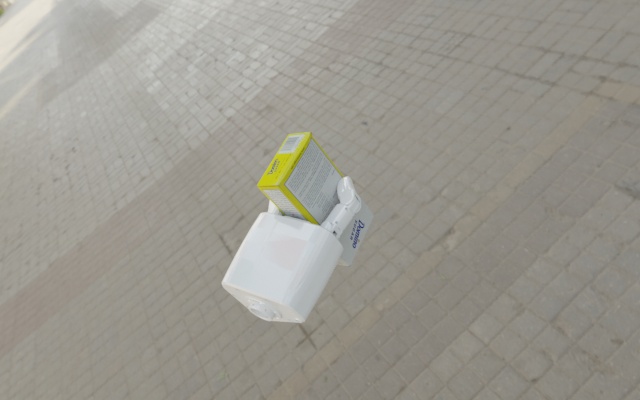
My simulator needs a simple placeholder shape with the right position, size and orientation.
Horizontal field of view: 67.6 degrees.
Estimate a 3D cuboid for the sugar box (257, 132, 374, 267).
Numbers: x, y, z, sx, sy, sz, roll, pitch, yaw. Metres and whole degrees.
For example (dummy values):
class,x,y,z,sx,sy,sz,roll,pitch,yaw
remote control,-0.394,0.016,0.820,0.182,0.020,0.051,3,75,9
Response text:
class,x,y,z,sx,sy,sz,roll,pitch,yaw
sugar box,0.000,0.002,0.641,0.048,0.093,0.176,2,-38,41
